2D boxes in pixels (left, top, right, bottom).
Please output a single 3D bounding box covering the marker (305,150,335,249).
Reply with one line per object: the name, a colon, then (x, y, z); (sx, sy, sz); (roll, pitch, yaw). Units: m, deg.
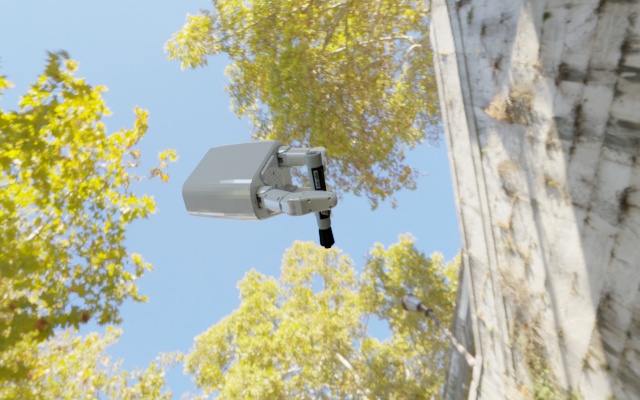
marker: (0.000, 0.002, 0.558); (0.020, 0.121, 0.020); (-8, 22, 3)
